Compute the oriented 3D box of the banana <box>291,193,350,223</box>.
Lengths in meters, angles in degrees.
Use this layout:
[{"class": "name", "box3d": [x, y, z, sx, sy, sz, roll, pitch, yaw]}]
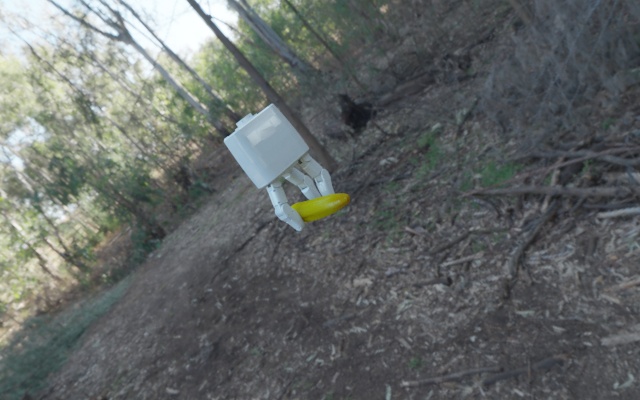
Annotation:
[{"class": "banana", "box3d": [-0.015, 0.013, 0.866, 0.069, 0.037, 0.198, -35, 9, -20]}]
